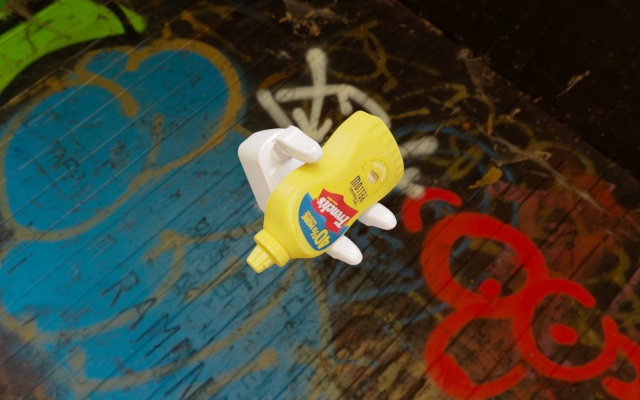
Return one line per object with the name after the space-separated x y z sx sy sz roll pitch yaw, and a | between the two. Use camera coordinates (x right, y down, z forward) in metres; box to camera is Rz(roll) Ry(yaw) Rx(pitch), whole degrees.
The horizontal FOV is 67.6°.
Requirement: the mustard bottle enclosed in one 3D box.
0.000 0.002 0.493 0.058 0.191 0.096 34 -19 43 | mustard bottle
